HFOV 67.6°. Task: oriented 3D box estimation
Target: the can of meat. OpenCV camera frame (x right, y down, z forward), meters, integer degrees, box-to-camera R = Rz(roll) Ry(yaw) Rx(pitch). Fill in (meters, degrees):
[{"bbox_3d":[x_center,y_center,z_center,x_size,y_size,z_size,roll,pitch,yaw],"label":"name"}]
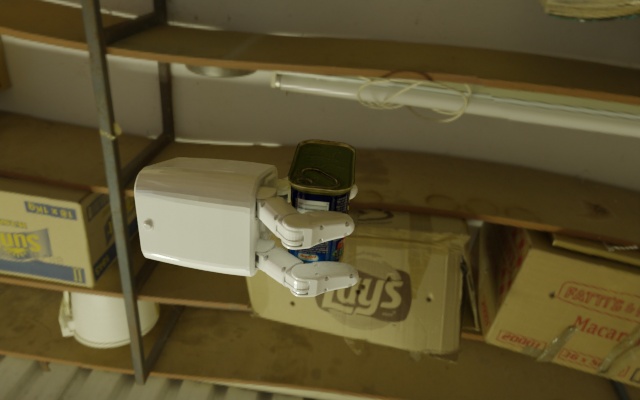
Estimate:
[{"bbox_3d":[0.000,0.002,0.449,0.057,0.084,0.102,6,30,2],"label":"can of meat"}]
